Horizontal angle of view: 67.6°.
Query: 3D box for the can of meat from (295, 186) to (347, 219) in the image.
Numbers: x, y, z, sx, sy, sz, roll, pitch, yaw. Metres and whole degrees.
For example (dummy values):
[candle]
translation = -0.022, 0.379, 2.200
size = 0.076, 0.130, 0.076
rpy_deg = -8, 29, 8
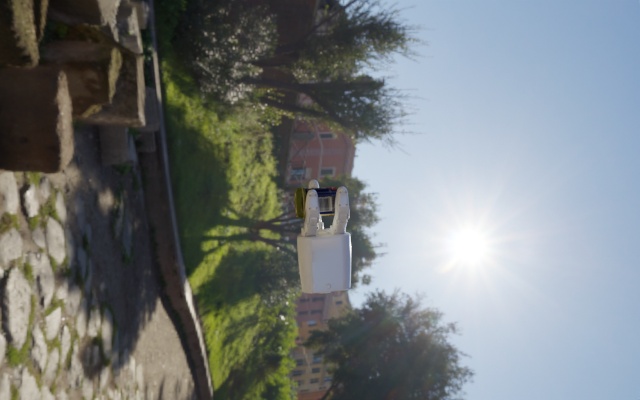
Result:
[can of meat]
translation = 0.000, 0.003, 0.899
size = 0.084, 0.057, 0.102
rpy_deg = -3, 0, -11
